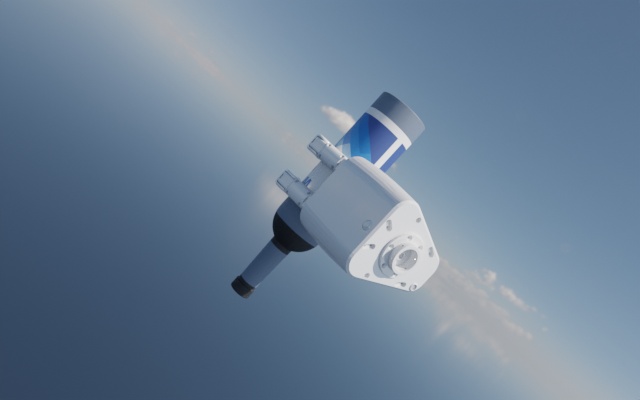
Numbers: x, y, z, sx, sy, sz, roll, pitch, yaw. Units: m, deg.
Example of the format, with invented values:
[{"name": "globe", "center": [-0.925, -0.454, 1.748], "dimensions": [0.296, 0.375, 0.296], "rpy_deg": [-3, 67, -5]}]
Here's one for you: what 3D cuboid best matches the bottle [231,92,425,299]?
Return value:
[{"name": "bottle", "center": [0.000, 0.002, 0.575], "dimensions": [0.069, 0.296, 0.069], "rpy_deg": [42, 3, -3]}]
